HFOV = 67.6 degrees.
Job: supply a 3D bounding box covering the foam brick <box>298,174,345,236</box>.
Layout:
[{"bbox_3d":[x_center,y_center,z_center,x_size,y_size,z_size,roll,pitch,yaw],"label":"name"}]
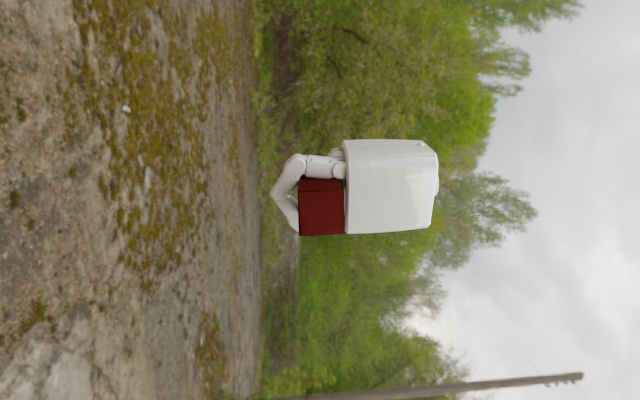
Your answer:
[{"bbox_3d":[0.000,0.002,0.549,0.051,0.053,0.078,-2,19,-1],"label":"foam brick"}]
